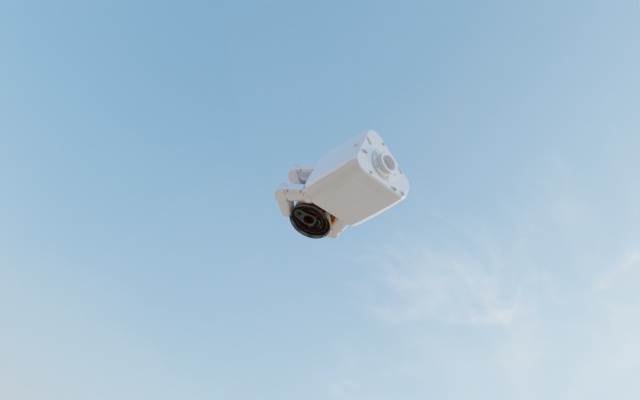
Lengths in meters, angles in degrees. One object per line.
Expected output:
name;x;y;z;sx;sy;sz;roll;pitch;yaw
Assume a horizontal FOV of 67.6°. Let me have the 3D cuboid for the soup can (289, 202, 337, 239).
soup can;0.000;0.003;0.770;0.068;0.068;0.102;0;39;25
